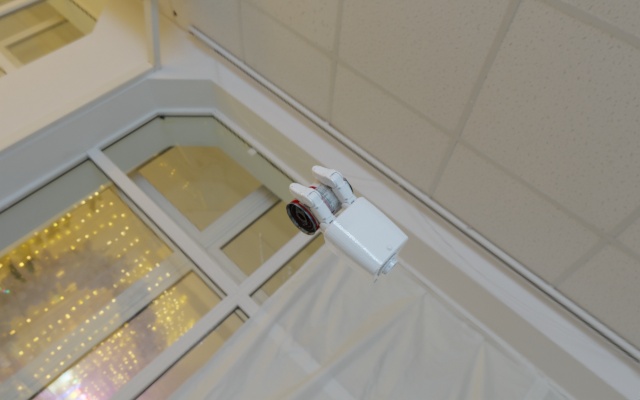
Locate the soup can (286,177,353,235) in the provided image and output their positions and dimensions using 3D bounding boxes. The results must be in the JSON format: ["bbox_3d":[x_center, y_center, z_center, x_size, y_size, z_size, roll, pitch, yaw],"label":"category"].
[{"bbox_3d":[0.000,0.002,0.826,0.102,0.068,0.068,-41,21,-27],"label":"soup can"}]
